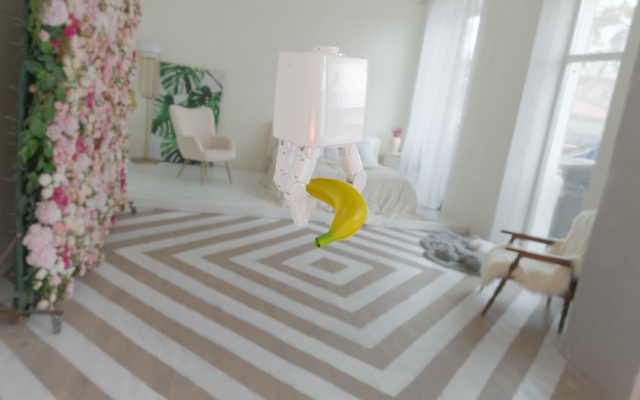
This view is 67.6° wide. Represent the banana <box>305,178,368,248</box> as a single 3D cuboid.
[{"bbox_3d":[0.019,0.003,0.594,0.069,0.037,0.197,-2,19,-5],"label":"banana"}]
